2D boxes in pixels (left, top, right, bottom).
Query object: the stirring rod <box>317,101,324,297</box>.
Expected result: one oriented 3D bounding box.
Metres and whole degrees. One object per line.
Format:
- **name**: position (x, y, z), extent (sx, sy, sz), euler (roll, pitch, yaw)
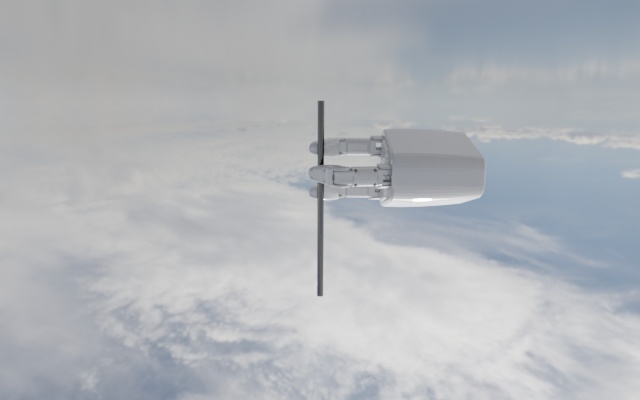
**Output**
- **stirring rod**: position (0.000, 0.002, 0.578), extent (0.011, 0.239, 0.011), euler (0, 12, 0)
